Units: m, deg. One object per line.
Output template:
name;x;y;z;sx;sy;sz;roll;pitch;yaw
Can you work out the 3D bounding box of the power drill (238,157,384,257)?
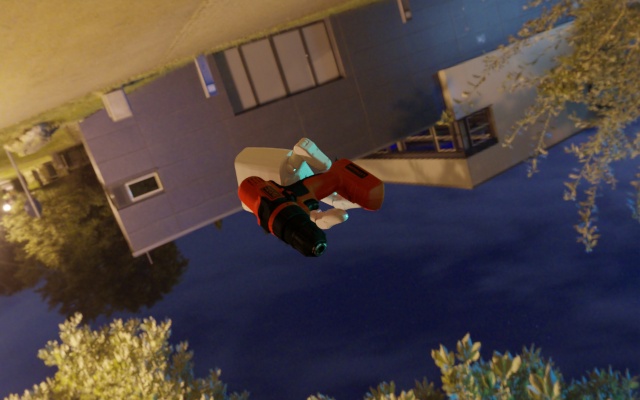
power drill;0.000;0.002;0.687;0.187;0.057;0.184;-16;38;-34
